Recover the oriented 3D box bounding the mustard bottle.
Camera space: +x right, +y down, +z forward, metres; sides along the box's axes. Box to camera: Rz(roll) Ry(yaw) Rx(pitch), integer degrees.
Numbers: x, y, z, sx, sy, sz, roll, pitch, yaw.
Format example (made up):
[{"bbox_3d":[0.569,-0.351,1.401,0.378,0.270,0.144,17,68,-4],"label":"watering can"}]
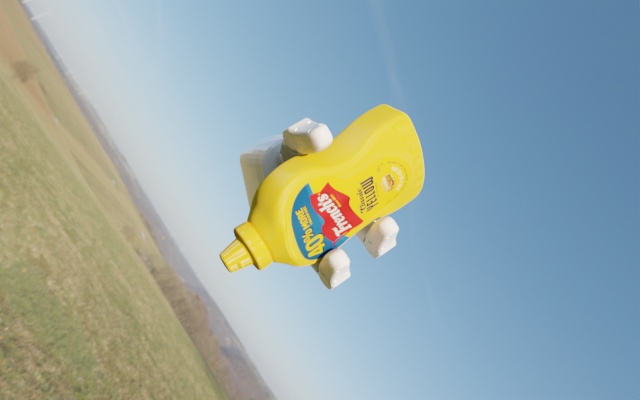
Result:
[{"bbox_3d":[0.000,0.001,0.409,0.191,0.096,0.058,-32,43,-17],"label":"mustard bottle"}]
